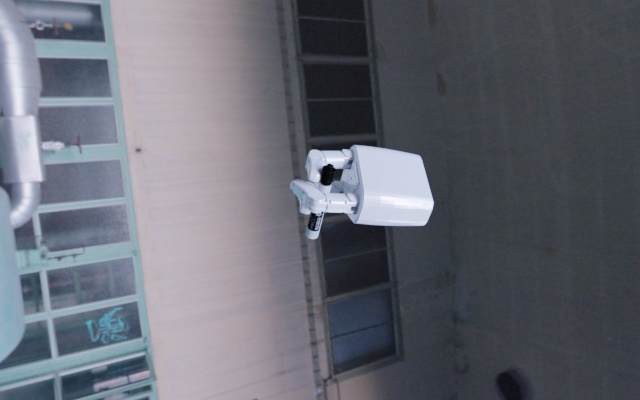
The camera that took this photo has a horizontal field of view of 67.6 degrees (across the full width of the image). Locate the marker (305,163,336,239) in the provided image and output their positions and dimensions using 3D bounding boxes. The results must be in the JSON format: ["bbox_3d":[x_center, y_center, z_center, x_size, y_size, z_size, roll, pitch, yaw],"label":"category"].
[{"bbox_3d":[0.000,0.002,0.650,0.020,0.121,0.020,10,35,-7],"label":"marker"}]
